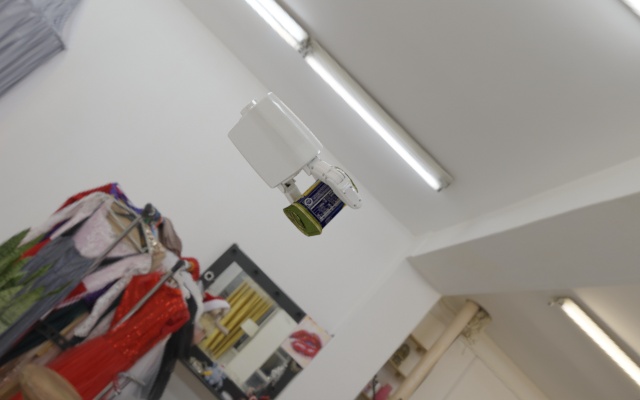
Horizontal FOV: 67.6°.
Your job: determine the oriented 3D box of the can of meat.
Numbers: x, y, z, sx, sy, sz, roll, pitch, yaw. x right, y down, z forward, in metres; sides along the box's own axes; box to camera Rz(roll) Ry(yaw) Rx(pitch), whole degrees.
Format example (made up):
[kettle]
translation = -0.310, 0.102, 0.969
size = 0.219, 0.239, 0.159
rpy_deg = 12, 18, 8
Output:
[can of meat]
translation = 0.000, 0.002, 0.690
size = 0.084, 0.057, 0.102
rpy_deg = -44, 5, -16
